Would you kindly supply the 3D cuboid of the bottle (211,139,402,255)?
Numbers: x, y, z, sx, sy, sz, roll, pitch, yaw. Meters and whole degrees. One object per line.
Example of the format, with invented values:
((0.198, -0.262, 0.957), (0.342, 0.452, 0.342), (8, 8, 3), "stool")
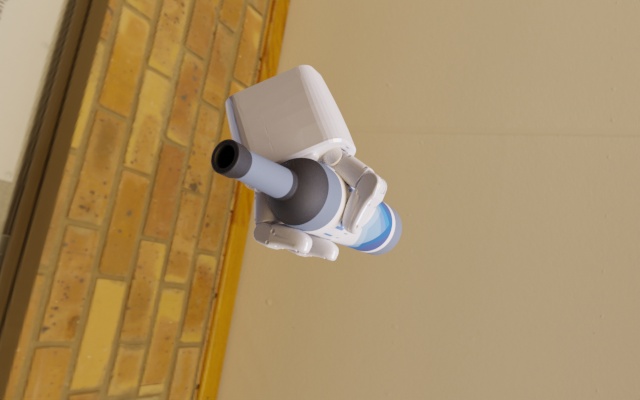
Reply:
((0.000, 0.002, 0.477), (0.069, 0.069, 0.296), (0, -14, 30), "bottle")
